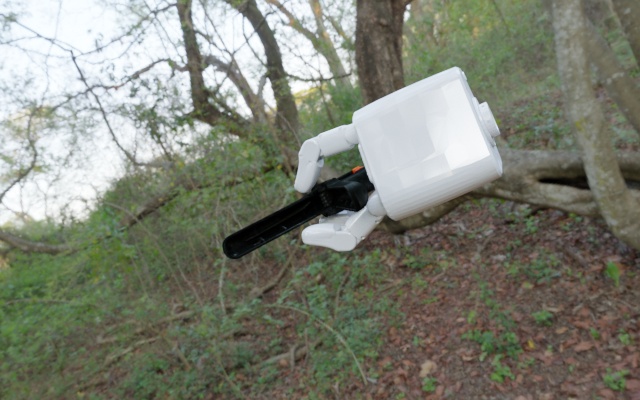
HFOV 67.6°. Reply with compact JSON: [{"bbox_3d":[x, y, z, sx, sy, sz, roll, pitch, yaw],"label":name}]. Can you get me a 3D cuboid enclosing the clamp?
[{"bbox_3d":[0.000,0.001,0.514,0.164,0.036,0.210,-23,5,24],"label":"clamp"}]
